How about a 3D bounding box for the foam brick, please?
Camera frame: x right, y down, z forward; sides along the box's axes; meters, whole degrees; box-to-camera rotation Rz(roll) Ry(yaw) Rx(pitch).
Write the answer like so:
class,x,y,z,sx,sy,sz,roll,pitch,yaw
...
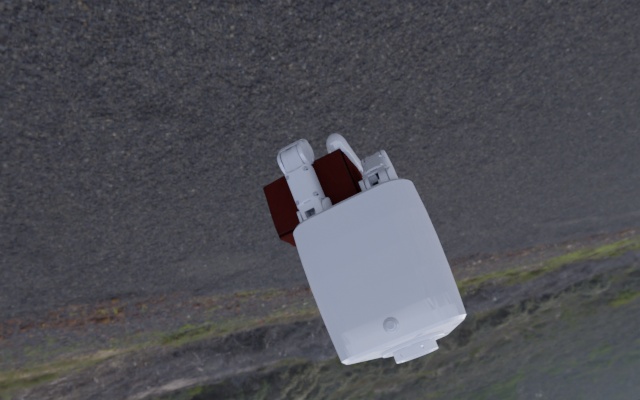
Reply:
class,x,y,z,sx,sy,sz,roll,pitch,yaw
foam brick,0.000,0.001,0.411,0.078,0.051,0.053,-26,-24,14
